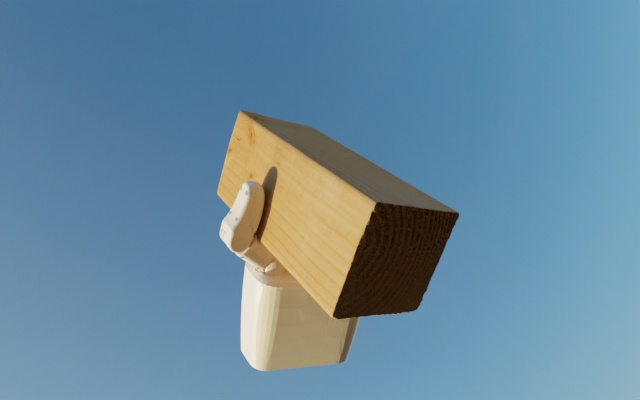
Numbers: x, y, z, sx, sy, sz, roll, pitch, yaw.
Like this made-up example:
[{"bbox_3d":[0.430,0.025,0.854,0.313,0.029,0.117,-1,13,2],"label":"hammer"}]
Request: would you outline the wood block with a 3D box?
[{"bbox_3d":[0.000,0.002,0.410,0.091,0.090,0.206,6,21,-39],"label":"wood block"}]
